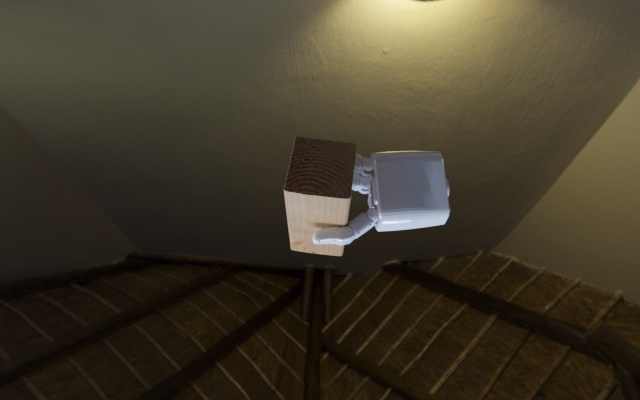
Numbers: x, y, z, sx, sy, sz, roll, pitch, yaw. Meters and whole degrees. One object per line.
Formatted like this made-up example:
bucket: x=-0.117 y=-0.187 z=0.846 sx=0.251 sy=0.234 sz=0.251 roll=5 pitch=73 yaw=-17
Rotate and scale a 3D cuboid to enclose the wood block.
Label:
wood block: x=0.000 y=0.003 z=0.731 sx=0.090 sy=0.090 sz=0.206 roll=7 pitch=-28 yaw=3
